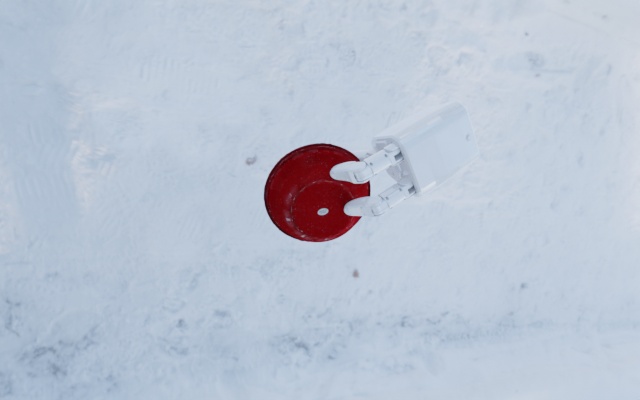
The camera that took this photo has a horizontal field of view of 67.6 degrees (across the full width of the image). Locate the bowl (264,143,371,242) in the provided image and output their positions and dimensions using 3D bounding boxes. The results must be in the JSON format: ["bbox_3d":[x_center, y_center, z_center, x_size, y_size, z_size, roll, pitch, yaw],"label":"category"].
[{"bbox_3d":[-0.001,0.003,0.688,0.162,0.162,0.055,0,26,-10],"label":"bowl"}]
